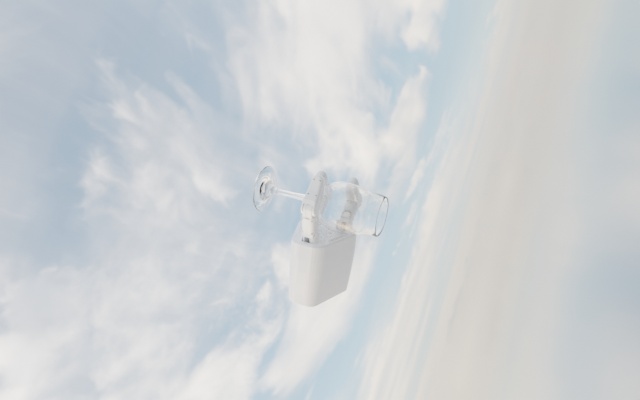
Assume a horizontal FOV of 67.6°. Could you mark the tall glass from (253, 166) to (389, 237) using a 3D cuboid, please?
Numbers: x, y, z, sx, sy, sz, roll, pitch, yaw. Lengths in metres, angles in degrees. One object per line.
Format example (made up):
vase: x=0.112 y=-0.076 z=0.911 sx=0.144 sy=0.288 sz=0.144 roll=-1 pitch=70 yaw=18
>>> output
tall glass: x=-0.001 y=0.002 z=0.738 sx=0.201 sy=0.079 sz=0.079 roll=13 pitch=5 yaw=20
